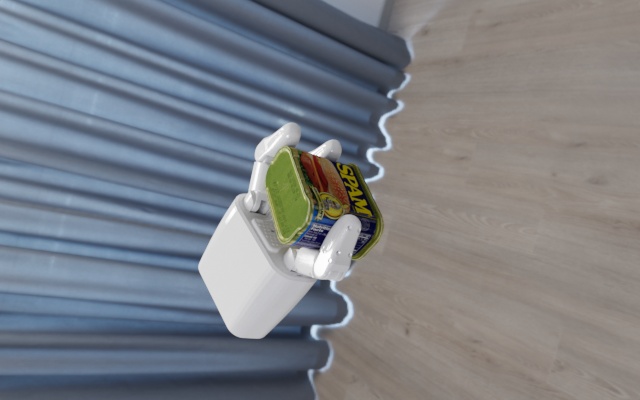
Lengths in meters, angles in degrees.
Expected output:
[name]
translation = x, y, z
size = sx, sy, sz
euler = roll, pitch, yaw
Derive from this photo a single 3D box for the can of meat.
[can of meat]
translation = 0.000, 0.001, 0.451
size = 0.084, 0.102, 0.057
euler = 14, -51, -34
